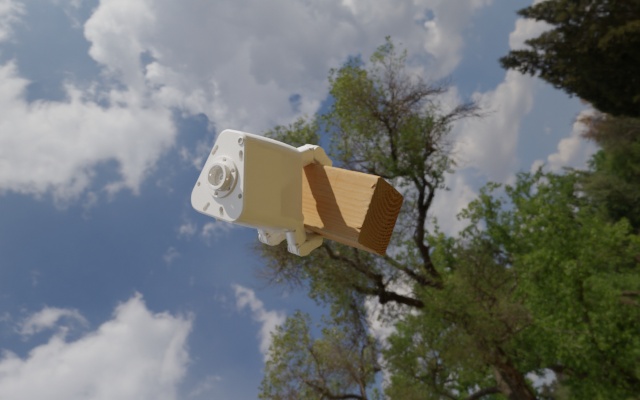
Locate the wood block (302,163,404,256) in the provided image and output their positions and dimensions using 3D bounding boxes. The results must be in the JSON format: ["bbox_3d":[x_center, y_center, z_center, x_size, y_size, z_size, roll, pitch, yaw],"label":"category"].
[{"bbox_3d":[0.000,0.002,0.686,0.206,0.091,0.090,15,-9,35],"label":"wood block"}]
